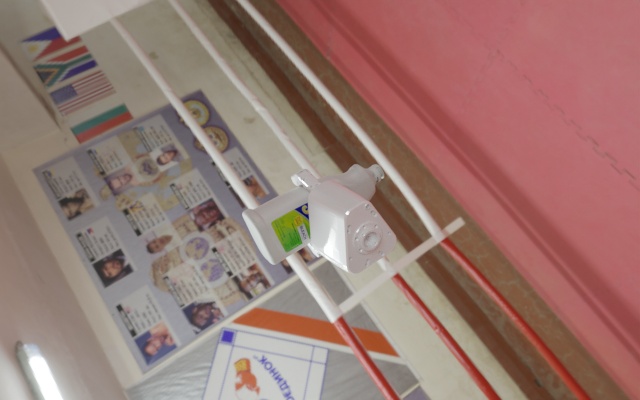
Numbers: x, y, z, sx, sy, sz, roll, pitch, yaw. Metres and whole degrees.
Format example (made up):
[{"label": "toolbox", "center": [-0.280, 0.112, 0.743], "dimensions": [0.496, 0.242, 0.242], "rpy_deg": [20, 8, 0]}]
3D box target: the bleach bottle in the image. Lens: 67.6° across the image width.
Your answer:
[{"label": "bleach bottle", "center": [0.000, 0.003, 0.812], "dimensions": [0.251, 0.103, 0.068], "rpy_deg": [-31, 29, -17]}]
